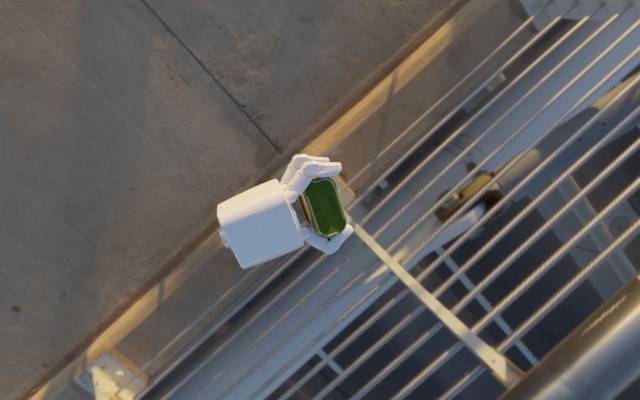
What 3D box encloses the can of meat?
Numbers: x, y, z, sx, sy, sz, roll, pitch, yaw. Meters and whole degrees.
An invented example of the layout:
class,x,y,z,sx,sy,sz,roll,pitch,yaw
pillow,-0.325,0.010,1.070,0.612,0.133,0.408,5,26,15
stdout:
class,x,y,z,sx,sy,sz,roll,pitch,yaw
can of meat,0.000,0.003,0.775,0.057,0.102,0.084,-20,16,-7
